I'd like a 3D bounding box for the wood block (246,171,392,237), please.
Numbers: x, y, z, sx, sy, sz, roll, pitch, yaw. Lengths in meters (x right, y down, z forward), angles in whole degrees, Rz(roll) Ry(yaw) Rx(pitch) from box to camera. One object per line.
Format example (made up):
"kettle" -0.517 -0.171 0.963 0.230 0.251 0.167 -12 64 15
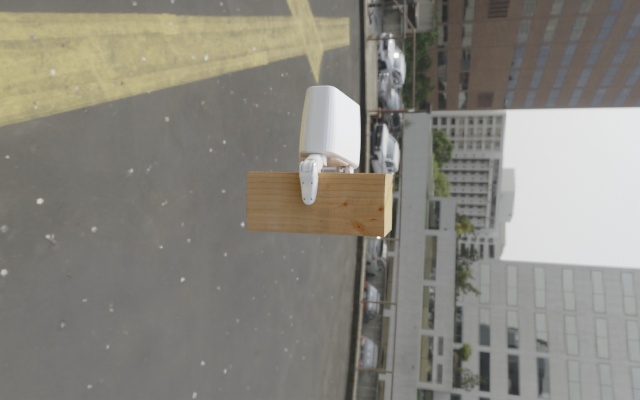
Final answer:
"wood block" 0.000 0.002 0.724 0.206 0.090 0.091 1 3 15
